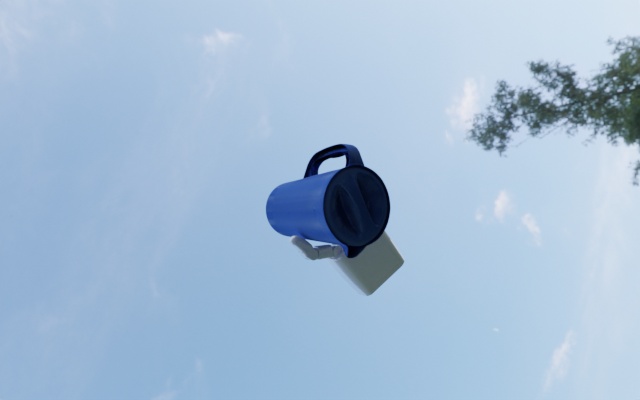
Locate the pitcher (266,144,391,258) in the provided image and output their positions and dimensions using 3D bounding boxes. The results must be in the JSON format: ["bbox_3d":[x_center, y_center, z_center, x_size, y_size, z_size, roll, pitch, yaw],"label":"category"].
[{"bbox_3d":[0.000,0.003,0.854,0.149,0.145,0.243,-50,23,-24],"label":"pitcher"}]
